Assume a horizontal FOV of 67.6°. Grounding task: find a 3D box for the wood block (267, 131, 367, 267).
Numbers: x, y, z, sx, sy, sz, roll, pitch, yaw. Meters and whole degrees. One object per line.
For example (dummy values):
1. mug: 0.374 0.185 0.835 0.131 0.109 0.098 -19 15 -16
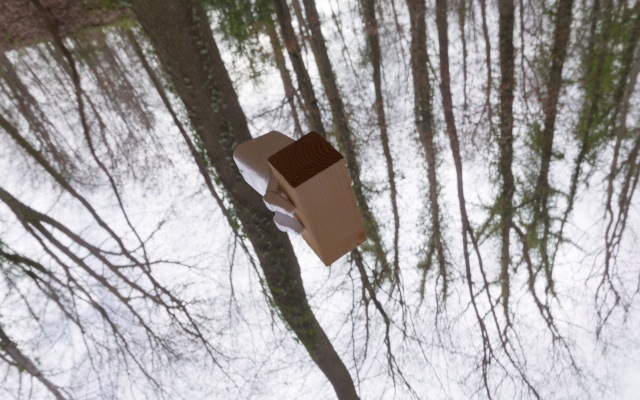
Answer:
1. wood block: 0.000 0.002 0.785 0.091 0.206 0.090 -34 48 -12
